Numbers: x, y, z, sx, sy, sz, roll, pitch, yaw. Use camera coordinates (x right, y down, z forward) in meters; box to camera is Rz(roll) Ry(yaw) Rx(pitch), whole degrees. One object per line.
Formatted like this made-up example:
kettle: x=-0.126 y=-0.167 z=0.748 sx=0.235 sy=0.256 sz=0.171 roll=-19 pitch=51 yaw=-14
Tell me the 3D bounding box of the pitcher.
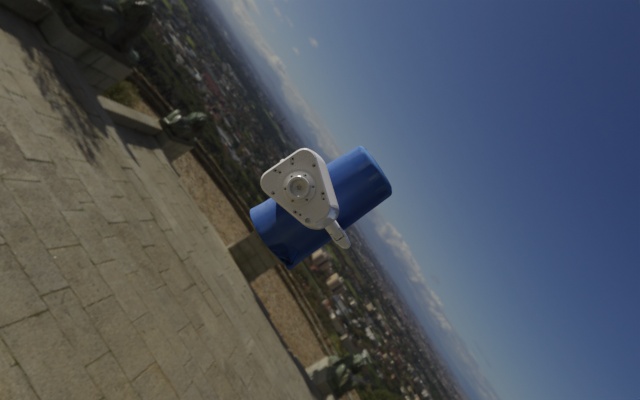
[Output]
pitcher: x=0.000 y=0.003 z=0.877 sx=0.243 sy=0.149 sz=0.145 roll=-33 pitch=-9 yaw=3
